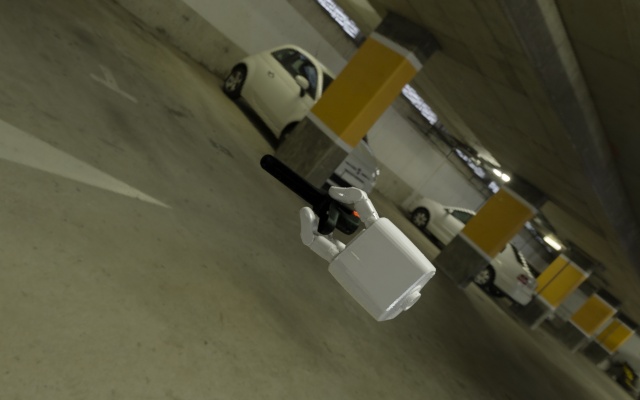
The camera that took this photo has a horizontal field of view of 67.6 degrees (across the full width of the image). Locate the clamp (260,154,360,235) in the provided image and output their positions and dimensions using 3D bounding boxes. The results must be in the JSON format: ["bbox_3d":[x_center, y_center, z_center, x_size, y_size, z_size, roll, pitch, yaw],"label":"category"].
[{"bbox_3d":[0.001,0.002,0.744,0.164,0.036,0.210,47,11,24],"label":"clamp"}]
